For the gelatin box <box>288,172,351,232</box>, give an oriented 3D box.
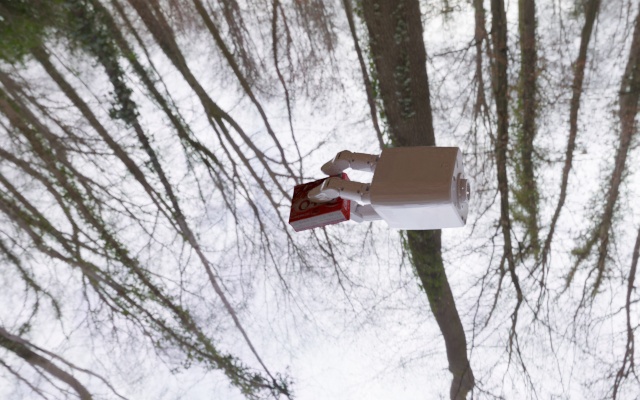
[{"bbox_3d":[0.000,0.003,0.700,0.089,0.073,0.030,-15,-45,23],"label":"gelatin box"}]
